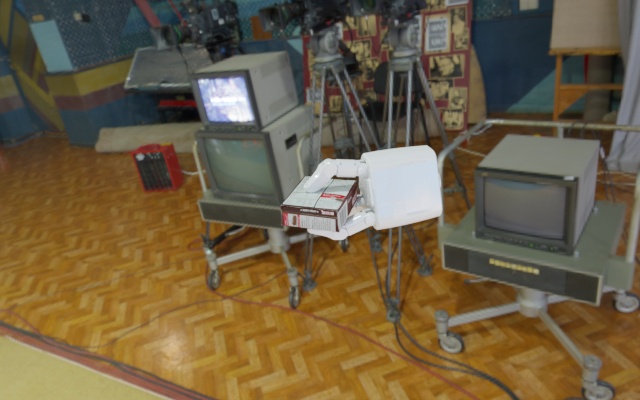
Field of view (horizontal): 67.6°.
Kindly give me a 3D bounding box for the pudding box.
[{"bbox_3d":[0.000,0.002,0.727,0.090,0.039,0.113,5,26,17],"label":"pudding box"}]
